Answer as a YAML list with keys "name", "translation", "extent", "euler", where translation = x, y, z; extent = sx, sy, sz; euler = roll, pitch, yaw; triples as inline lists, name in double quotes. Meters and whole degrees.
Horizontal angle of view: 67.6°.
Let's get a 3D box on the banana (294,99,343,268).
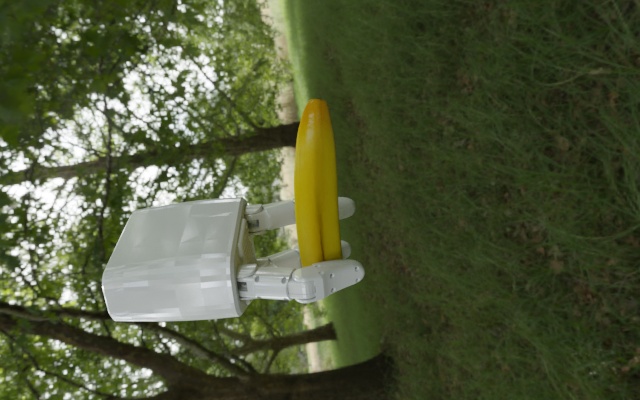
- name: "banana"
  translation: [0.000, 0.016, 0.402]
  extent: [0.037, 0.198, 0.069]
  euler: [-2, 40, 6]
